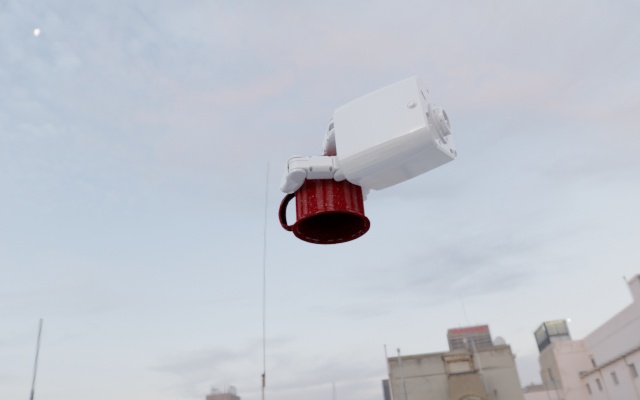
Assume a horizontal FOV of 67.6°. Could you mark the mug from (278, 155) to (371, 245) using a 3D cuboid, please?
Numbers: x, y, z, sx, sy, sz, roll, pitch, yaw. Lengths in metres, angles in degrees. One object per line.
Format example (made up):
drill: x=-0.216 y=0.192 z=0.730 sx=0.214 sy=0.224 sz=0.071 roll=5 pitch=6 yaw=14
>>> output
mug: x=-0.001 y=0.002 z=0.586 sx=0.117 sy=0.081 sz=0.093 roll=-19 pitch=-32 yaw=25
